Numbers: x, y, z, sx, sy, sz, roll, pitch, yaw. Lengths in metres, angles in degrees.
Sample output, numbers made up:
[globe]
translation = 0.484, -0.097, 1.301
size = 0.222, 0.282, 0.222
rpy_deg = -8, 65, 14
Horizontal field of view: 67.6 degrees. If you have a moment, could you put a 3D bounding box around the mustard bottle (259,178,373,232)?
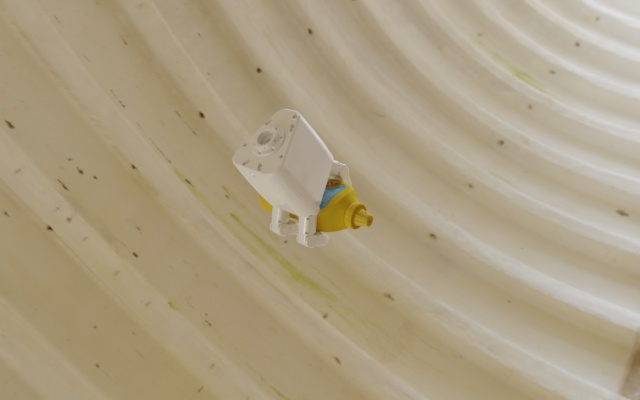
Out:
[mustard bottle]
translation = 0.000, 0.003, 0.750
size = 0.191, 0.058, 0.096
rpy_deg = 20, 47, 37
